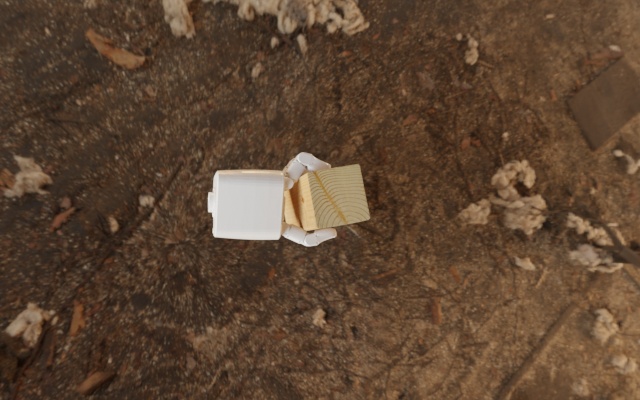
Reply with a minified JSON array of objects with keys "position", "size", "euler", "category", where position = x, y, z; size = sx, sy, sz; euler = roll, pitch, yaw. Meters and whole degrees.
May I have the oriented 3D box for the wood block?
[{"position":[0.000,0.003,0.829],"size":[0.090,0.091,0.206],"euler":[-10,-2,-17],"category":"wood block"}]
